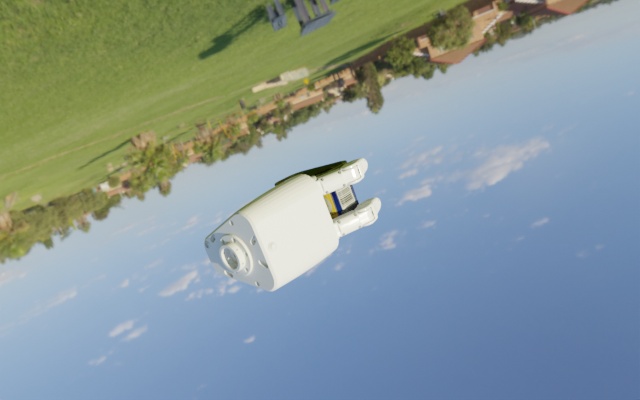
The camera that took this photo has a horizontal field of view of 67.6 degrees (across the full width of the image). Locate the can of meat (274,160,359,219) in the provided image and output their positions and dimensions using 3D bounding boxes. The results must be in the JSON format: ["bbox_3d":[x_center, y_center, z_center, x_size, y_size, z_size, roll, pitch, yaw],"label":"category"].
[{"bbox_3d":[0.000,0.002,0.623,0.102,0.084,0.057,-11,14,41],"label":"can of meat"}]
